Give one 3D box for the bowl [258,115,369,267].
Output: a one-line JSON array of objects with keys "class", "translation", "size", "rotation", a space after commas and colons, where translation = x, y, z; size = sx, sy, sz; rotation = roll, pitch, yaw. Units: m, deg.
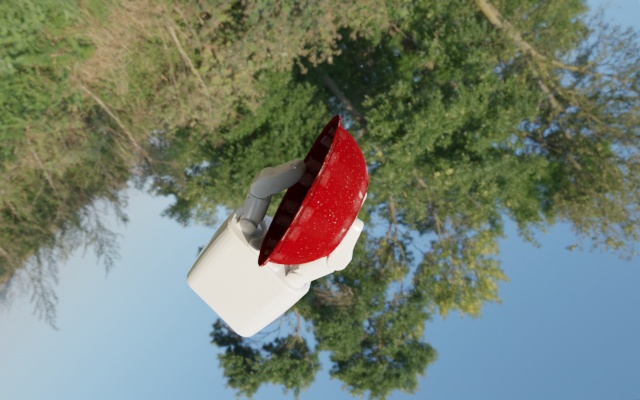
[{"class": "bowl", "translation": [0.001, 0.001, 0.459], "size": [0.055, 0.162, 0.162], "rotation": [28, -5, -9]}]
